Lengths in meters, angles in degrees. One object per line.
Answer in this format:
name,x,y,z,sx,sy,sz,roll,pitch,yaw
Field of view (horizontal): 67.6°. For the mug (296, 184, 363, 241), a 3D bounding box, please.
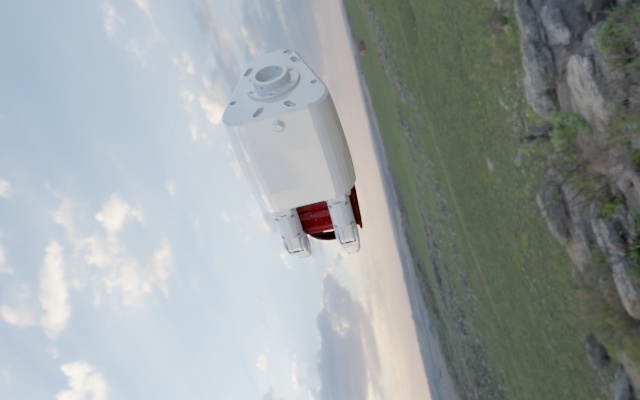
mug,0.000,0.003,0.535,0.081,0.093,0.117,-12,-46,6
